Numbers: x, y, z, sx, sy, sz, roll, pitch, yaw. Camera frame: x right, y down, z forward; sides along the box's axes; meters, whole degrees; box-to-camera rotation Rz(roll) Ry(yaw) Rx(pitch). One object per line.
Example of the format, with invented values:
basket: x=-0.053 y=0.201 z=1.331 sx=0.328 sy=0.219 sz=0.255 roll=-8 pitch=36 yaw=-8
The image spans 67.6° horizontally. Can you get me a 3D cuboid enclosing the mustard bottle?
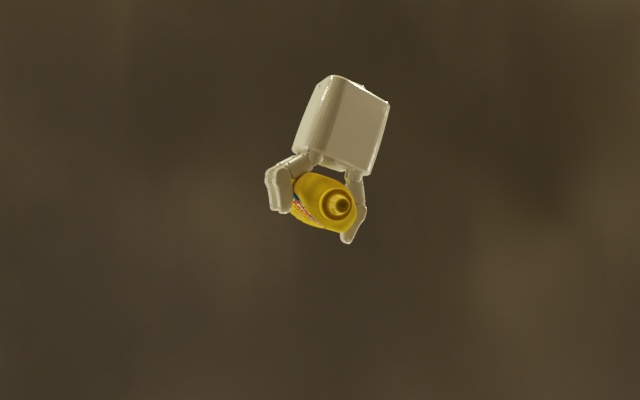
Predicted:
mustard bottle: x=0.000 y=0.002 z=0.652 sx=0.096 sy=0.058 sz=0.191 roll=46 pitch=-10 yaw=-13
